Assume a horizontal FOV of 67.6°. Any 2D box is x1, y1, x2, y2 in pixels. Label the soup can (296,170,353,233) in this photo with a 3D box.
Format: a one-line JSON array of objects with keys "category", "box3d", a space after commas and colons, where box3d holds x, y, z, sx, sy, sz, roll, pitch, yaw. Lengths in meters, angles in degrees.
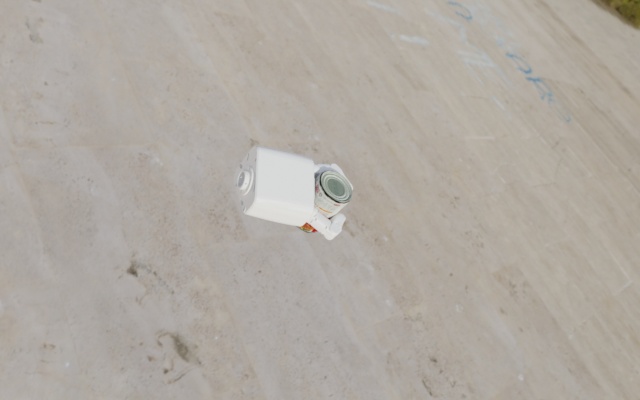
[{"category": "soup can", "box3d": [0.001, 0.003, 0.828, 0.068, 0.068, 0.102, 0, -33, -40]}]
